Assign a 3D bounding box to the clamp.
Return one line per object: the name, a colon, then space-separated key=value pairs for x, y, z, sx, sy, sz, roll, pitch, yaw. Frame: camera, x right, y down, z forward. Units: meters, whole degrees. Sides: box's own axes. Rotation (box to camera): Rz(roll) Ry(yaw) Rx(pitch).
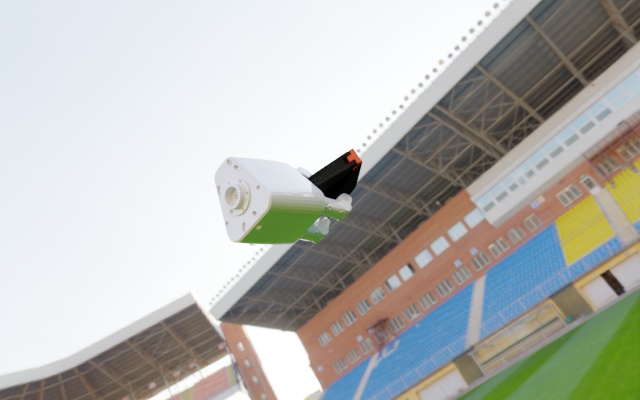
clamp: x=0.000 y=0.001 z=0.746 sx=0.210 sy=0.036 sz=0.164 roll=-46 pitch=-29 yaw=27
